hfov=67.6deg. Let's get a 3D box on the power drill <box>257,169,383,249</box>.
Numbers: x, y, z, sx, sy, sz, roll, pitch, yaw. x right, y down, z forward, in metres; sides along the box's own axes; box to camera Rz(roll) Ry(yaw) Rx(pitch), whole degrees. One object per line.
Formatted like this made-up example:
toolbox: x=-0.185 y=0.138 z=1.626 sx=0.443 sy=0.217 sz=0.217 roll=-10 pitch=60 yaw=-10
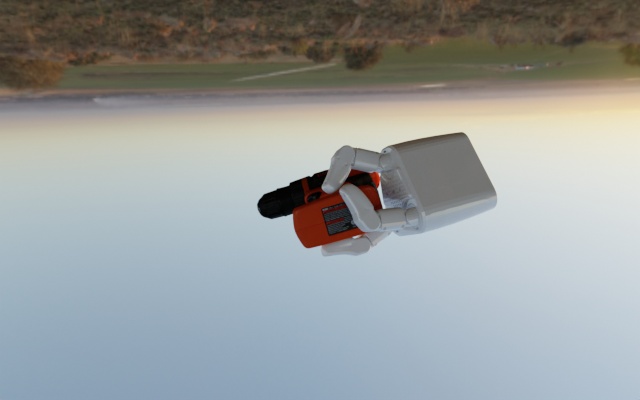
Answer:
power drill: x=0.000 y=0.002 z=0.634 sx=0.184 sy=0.057 sz=0.187 roll=-18 pitch=16 yaw=1
